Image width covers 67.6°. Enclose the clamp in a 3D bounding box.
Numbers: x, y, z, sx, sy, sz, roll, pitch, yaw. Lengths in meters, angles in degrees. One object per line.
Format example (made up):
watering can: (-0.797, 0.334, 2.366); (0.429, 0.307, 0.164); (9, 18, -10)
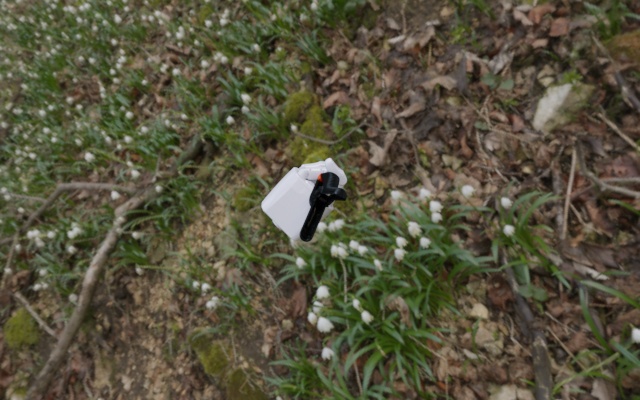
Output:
clamp: (0.000, 0.002, 0.885); (0.039, 0.120, 0.171); (40, 14, -14)
